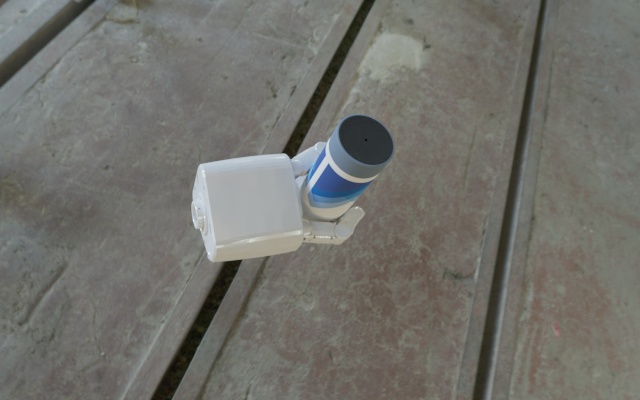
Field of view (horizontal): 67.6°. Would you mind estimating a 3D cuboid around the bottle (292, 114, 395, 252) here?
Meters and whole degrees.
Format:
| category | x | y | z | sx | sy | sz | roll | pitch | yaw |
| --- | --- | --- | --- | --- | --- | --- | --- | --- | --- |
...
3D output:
| category | x | y | z | sx | sy | sz | roll | pitch | yaw |
| --- | --- | --- | --- | --- | --- | --- | --- | --- | --- |
| bottle | 0.000 | 0.002 | 0.621 | 0.069 | 0.069 | 0.296 | 0 | -26 | -21 |
